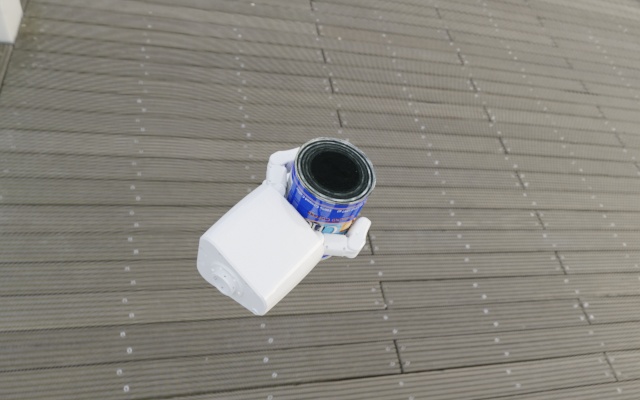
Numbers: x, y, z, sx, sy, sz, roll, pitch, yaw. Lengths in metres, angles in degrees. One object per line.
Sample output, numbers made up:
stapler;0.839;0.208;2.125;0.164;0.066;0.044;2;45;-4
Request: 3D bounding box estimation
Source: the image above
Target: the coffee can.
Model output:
coffee can;0.000;0.002;0.625;0.103;0.102;0.140;0;-35;-19
